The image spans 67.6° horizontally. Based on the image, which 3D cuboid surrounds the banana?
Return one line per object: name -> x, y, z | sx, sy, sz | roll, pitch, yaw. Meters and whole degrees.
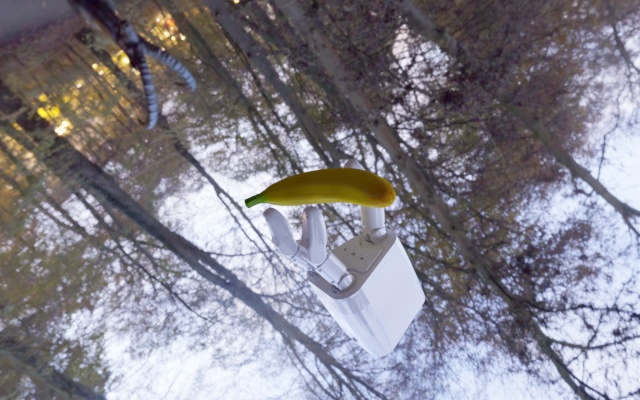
banana -> 0.007, -0.009, 0.513 | 0.198, 0.037, 0.069 | -4, 31, 41
